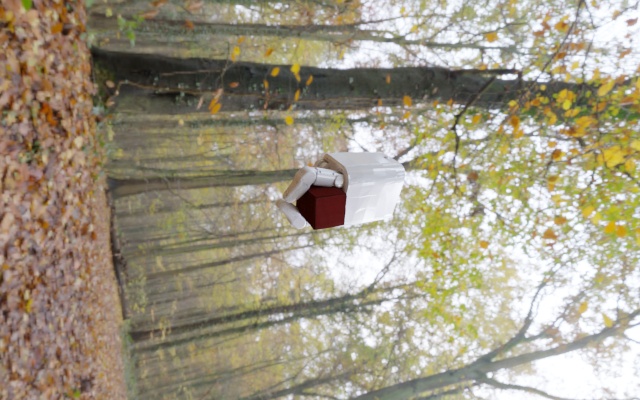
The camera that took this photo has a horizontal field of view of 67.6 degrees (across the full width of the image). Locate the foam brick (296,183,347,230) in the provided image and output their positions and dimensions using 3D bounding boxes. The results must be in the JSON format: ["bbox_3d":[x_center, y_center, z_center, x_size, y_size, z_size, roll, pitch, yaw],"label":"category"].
[{"bbox_3d":[0.000,0.003,0.719,0.051,0.053,0.078,-6,25,-22],"label":"foam brick"}]
